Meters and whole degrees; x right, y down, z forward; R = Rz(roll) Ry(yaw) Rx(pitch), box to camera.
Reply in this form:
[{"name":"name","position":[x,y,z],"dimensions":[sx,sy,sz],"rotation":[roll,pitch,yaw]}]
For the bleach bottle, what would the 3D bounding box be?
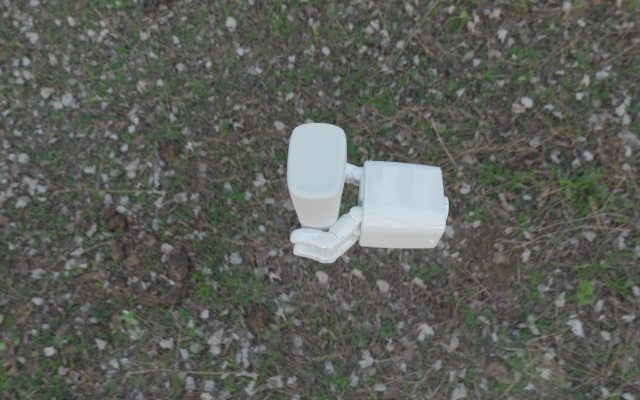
[{"name":"bleach bottle","position":[0.000,0.002,0.658],"dimensions":[0.068,0.102,0.251],"rotation":[3,-22,4]}]
